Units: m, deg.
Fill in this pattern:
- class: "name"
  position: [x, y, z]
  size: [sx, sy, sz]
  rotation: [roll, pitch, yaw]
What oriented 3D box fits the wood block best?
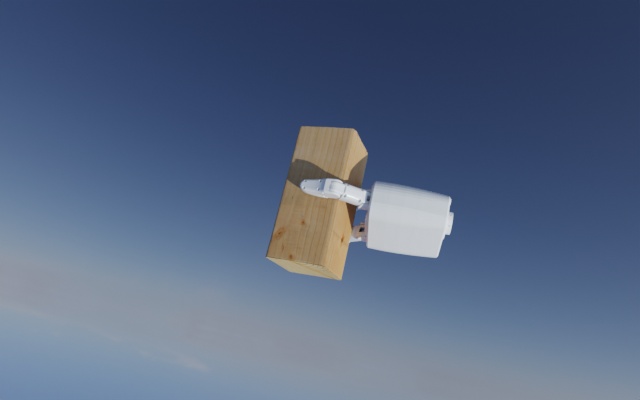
- class: "wood block"
  position: [0.000, 0.002, 0.712]
  size: [0.090, 0.206, 0.091]
  rotation: [6, -19, 22]
